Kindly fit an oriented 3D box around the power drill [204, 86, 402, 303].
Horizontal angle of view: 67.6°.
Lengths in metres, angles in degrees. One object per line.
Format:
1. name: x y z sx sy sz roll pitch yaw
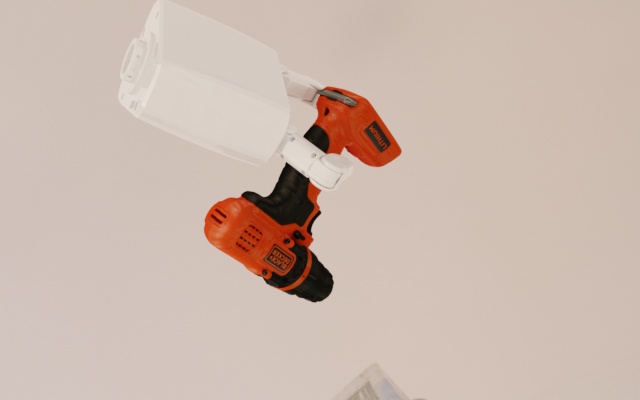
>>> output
1. power drill: 0.000 0.001 0.463 0.057 0.187 0.184 28 -10 39
